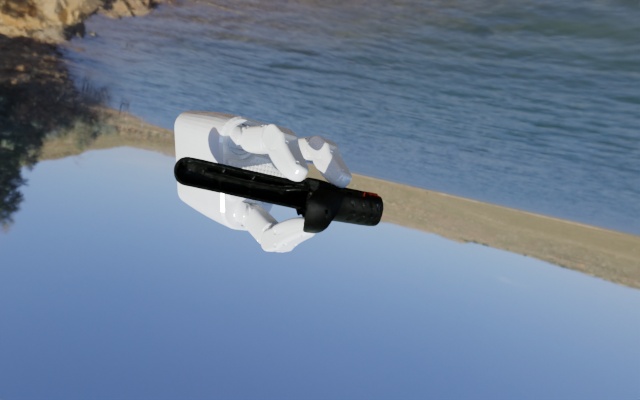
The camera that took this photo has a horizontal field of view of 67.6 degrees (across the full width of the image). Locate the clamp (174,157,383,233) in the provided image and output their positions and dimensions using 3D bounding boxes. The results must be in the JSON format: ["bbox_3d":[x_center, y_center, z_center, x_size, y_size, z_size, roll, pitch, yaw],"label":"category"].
[{"bbox_3d":[0.000,0.002,0.425,0.210,0.036,0.164,9,8,-45],"label":"clamp"}]
